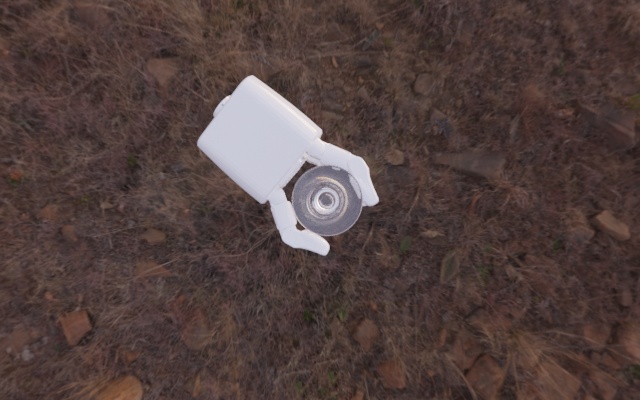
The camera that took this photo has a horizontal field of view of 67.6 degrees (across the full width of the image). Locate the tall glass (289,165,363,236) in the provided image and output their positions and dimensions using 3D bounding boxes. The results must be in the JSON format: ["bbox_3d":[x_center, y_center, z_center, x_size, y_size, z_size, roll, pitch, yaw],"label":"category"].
[{"bbox_3d":[0.000,0.002,0.594,0.079,0.079,0.201,0,-2,-4],"label":"tall glass"}]
